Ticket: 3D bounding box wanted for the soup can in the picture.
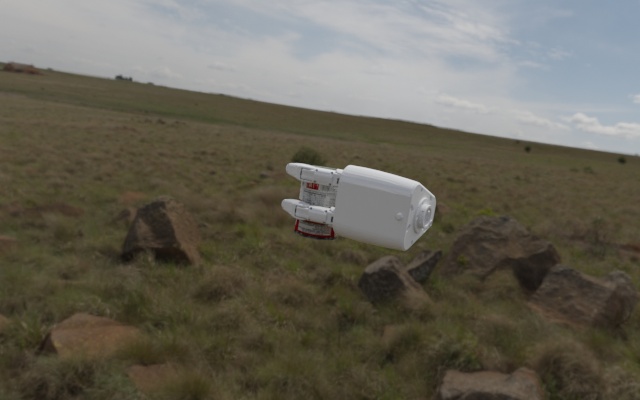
[{"bbox_3d":[0.000,0.002,0.725,0.068,0.102,0.068,8,10,-1],"label":"soup can"}]
